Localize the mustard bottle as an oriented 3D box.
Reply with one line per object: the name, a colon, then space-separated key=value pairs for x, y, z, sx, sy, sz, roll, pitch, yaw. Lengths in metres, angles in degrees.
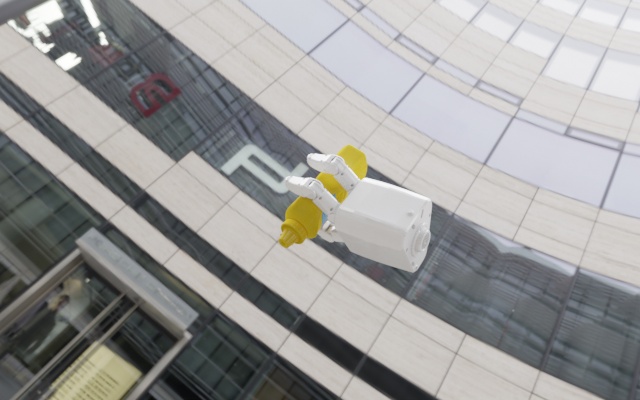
mustard bottle: x=0.000 y=0.002 z=0.736 sx=0.058 sy=0.191 sz=0.096 roll=34 pitch=-33 yaw=11
